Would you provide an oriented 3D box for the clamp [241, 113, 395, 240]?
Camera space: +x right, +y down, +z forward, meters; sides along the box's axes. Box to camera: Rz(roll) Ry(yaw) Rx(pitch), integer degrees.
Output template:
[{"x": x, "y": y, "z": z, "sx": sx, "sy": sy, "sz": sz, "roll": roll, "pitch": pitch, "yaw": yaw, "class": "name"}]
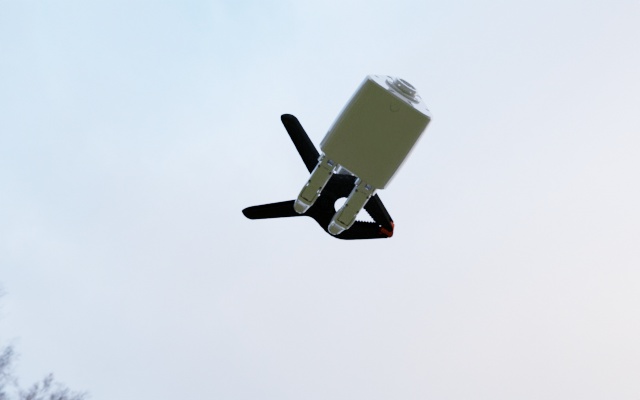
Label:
[{"x": 0.001, "y": 0.002, "z": 0.652, "sx": 0.210, "sy": 0.165, "sz": 0.036, "roll": 33, "pitch": 26, "yaw": -2, "class": "clamp"}]
